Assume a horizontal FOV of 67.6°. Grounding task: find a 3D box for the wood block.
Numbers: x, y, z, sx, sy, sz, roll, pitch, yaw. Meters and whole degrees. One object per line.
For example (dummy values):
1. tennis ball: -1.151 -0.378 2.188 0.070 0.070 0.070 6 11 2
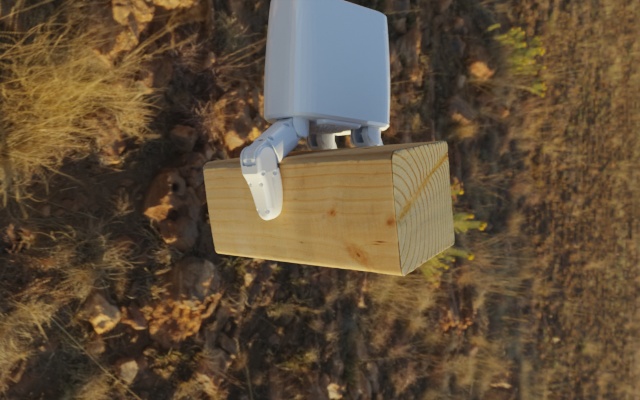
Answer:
1. wood block: 0.000 0.001 0.424 0.206 0.090 0.091 1 11 39
